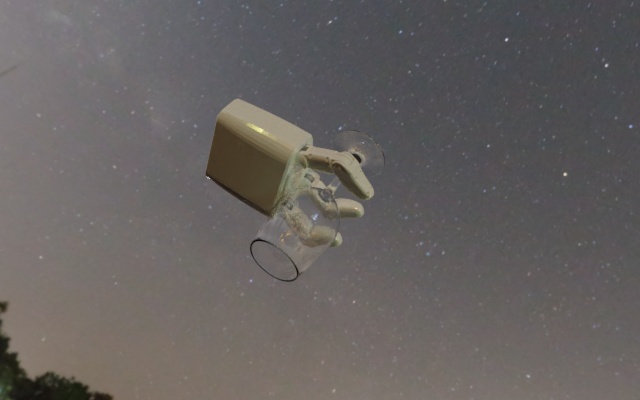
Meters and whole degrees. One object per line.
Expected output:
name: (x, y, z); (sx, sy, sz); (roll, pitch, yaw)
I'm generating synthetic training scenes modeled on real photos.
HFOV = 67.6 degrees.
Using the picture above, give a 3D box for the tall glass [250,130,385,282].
tall glass: (0.001, 0.001, 0.561); (0.079, 0.079, 0.201); (0, 39, 40)
